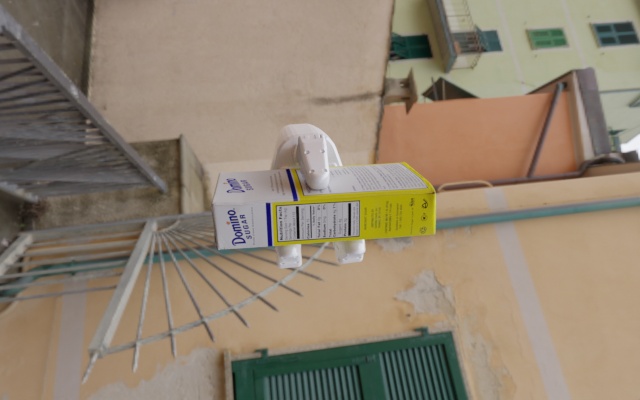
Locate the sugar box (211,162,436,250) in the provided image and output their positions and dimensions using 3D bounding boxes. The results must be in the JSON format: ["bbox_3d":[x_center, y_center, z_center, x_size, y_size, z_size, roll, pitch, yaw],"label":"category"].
[{"bbox_3d":[0.000,0.002,0.411,0.176,0.048,0.093,-6,19,-5],"label":"sugar box"}]
